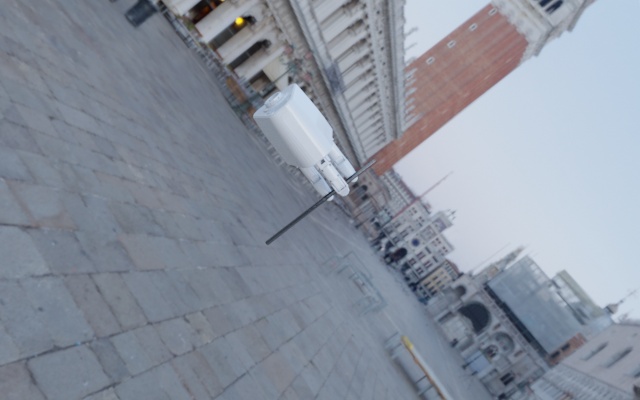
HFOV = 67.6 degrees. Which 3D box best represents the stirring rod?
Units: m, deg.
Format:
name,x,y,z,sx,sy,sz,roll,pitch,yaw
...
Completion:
name,x,y,z,sx,sy,sz,roll,pitch,yaw
stirring rod,0.000,0.003,0.834,0.239,0.011,0.011,-38,-2,3
